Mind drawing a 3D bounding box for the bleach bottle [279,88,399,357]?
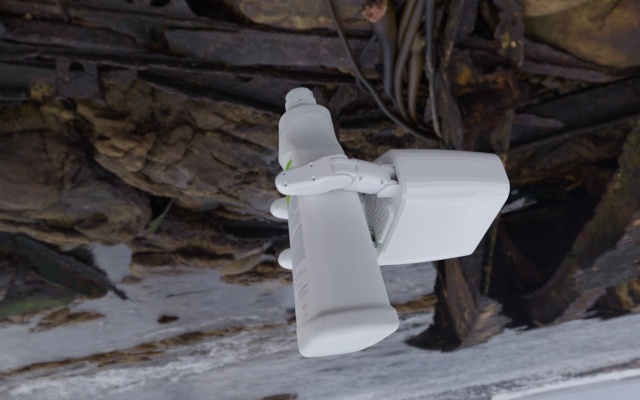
[{"bbox_3d":[0.000,0.001,0.425,0.068,0.250,0.103,-2,-27,-17],"label":"bleach bottle"}]
